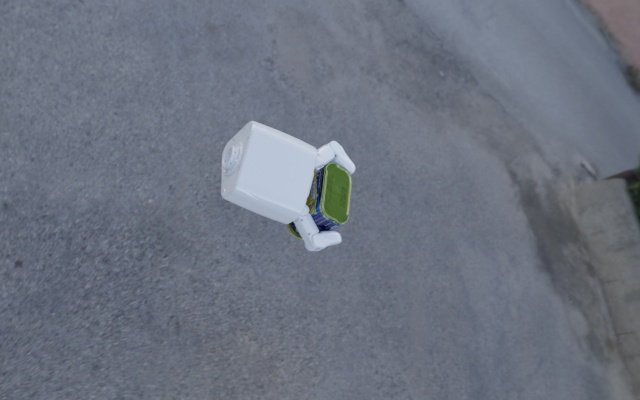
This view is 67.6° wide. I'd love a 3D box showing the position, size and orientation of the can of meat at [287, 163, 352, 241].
[{"bbox_3d":[0.000,0.002,0.726,0.057,0.102,0.084,25,-35,-29],"label":"can of meat"}]
